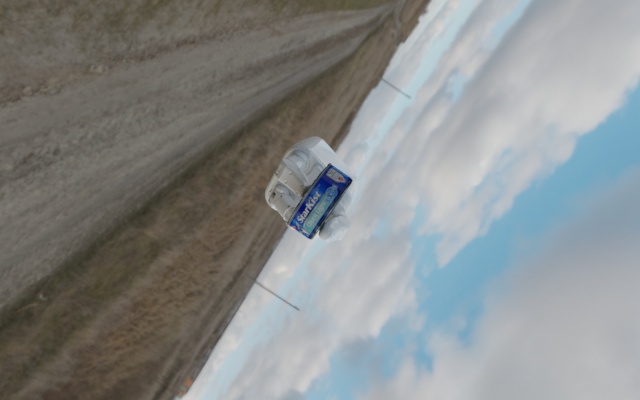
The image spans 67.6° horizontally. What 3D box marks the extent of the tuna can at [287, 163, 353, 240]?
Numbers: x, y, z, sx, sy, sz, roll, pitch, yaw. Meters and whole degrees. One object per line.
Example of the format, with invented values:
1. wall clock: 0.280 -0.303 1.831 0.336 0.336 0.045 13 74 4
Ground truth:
1. tuna can: 0.001 0.002 0.542 0.034 0.086 0.086 35 2 3
